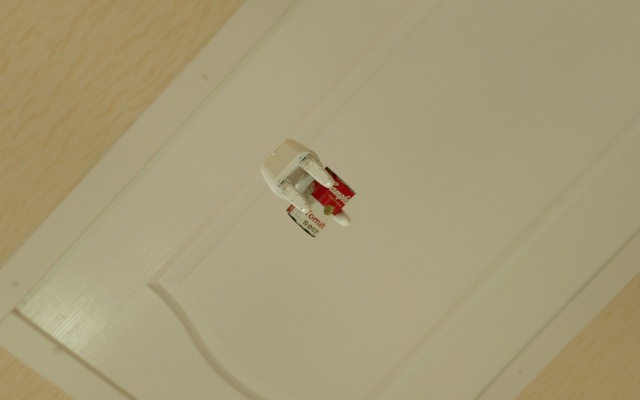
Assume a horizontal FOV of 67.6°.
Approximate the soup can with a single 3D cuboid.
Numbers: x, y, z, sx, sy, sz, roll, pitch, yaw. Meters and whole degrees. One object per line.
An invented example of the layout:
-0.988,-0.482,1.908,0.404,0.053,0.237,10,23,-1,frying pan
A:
0.000,0.003,0.793,0.068,0.102,0.068,43,1,-1,soup can
